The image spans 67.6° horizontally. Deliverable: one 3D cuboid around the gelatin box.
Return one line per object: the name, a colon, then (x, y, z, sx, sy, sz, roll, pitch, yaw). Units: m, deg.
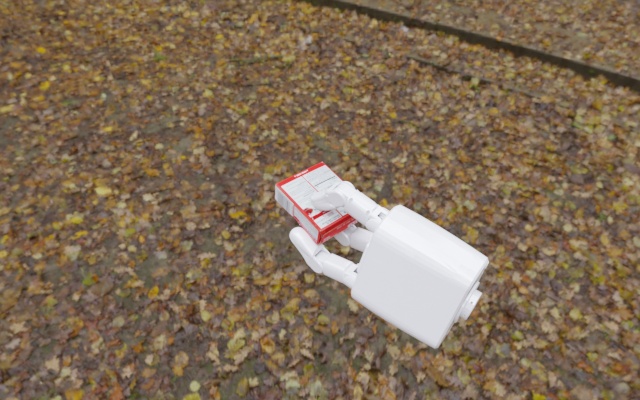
gelatin box: (0.000, 0.001, 0.568, 0.073, 0.030, 0.089, -28, 58, -29)
